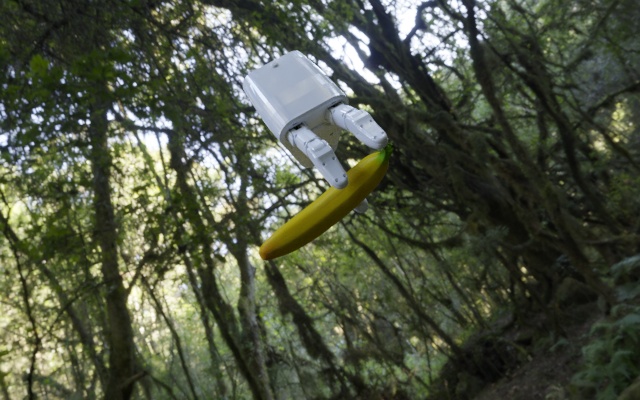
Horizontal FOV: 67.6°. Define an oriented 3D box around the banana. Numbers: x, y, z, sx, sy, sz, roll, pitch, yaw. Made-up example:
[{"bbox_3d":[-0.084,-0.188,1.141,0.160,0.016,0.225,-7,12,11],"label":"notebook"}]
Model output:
[{"bbox_3d":[0.010,0.003,0.562,0.198,0.037,0.070,-42,-25,10],"label":"banana"}]
